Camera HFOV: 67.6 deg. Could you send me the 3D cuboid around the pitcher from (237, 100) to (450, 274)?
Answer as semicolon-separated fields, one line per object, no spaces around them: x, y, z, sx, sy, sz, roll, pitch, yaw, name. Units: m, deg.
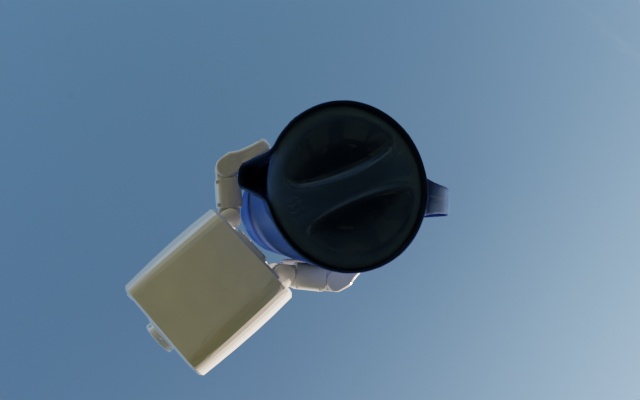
0.000;0.002;0.474;0.145;0.149;0.243;-42;7;-16;pitcher
